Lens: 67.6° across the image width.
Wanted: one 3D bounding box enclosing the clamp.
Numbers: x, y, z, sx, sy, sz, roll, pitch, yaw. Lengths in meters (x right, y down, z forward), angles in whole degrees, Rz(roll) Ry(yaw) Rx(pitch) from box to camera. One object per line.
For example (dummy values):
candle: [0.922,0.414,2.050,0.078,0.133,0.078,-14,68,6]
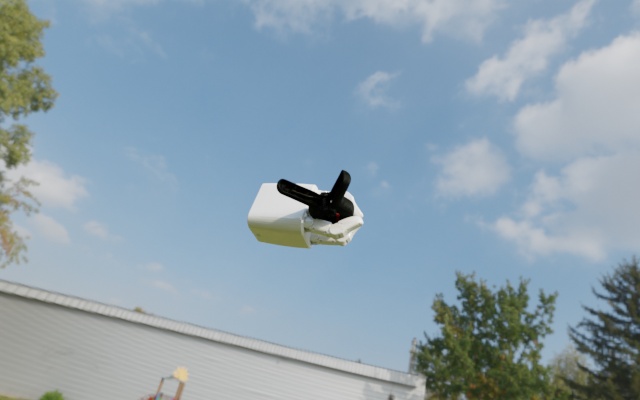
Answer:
clamp: [0.000,0.002,0.801,0.120,0.039,0.172,2,-30,13]
